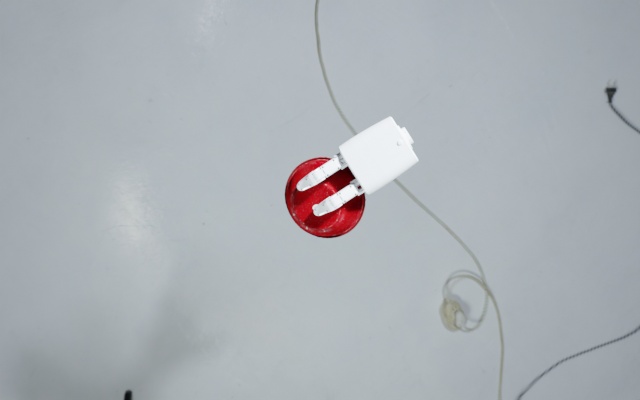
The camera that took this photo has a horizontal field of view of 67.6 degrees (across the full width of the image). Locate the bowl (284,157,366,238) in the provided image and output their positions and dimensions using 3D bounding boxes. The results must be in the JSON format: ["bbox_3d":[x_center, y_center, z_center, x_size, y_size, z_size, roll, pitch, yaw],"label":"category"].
[{"bbox_3d":[-0.001,0.004,0.893,0.162,0.162,0.055,0,16,17],"label":"bowl"}]
